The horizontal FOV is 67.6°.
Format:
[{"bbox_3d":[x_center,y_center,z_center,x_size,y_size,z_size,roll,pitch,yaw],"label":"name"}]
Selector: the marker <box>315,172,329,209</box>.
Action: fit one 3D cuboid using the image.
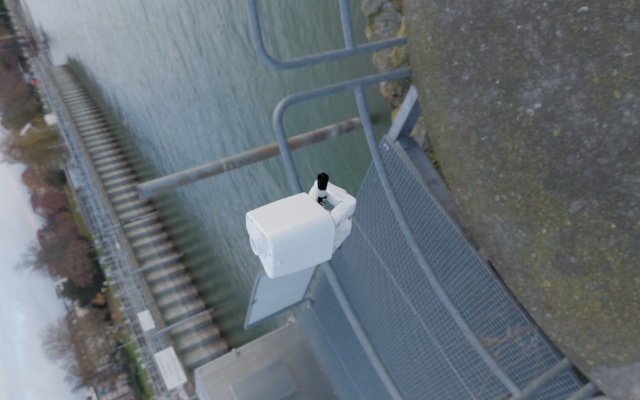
[{"bbox_3d":[0.000,0.003,0.787,0.020,0.121,0.020,3,44,-3],"label":"marker"}]
